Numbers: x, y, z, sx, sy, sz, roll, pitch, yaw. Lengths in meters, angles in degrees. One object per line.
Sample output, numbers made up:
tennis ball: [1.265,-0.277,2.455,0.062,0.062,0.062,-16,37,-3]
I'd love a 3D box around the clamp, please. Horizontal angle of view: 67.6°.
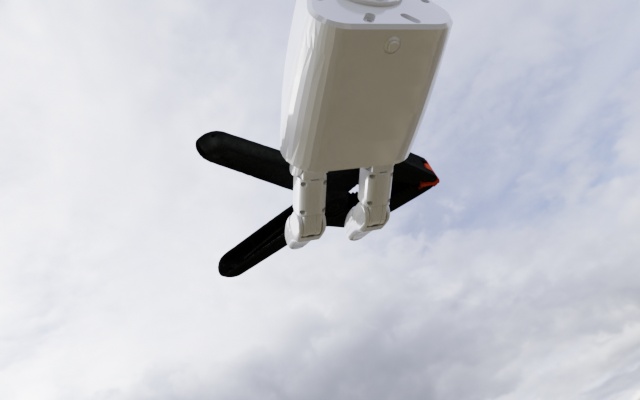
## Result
clamp: [0.000,0.001,0.415,0.210,0.036,0.165,-7,-40,-20]
